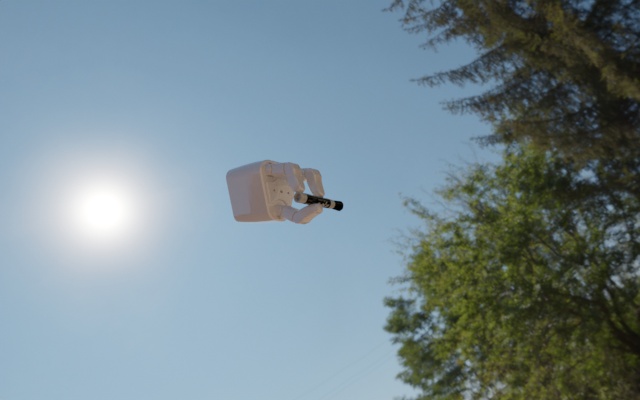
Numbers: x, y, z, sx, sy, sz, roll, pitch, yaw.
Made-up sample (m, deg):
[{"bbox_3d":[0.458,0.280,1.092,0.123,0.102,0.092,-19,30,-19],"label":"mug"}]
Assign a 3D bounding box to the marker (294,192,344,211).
[{"bbox_3d":[0.000,0.003,0.845,0.020,0.020,0.121,0,-8,41],"label":"marker"}]
